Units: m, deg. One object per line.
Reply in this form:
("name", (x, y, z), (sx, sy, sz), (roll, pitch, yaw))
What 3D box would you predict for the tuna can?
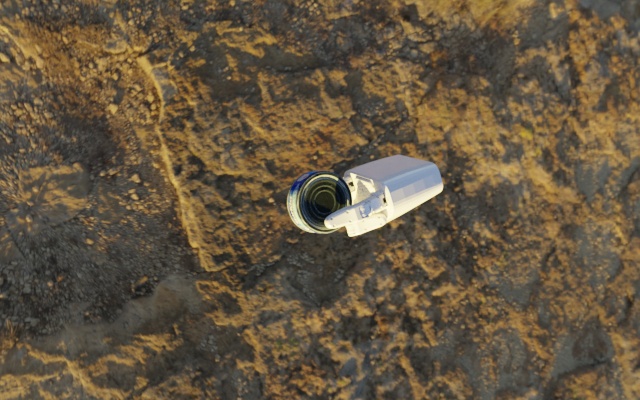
("tuna can", (0.000, 0.002, 0.649), (0.086, 0.086, 0.034), (0, 1, -26))
